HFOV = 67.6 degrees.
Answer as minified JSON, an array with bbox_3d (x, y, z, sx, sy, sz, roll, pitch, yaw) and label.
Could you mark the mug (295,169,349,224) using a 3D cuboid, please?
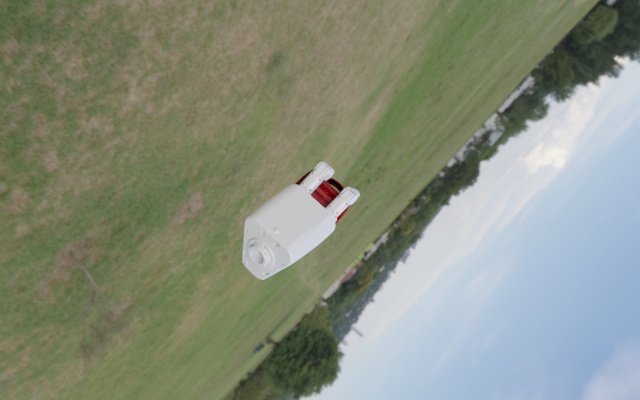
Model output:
[{"bbox_3d":[0.001,0.002,0.802,0.117,0.081,0.093,-37,-14,-43],"label":"mug"}]
